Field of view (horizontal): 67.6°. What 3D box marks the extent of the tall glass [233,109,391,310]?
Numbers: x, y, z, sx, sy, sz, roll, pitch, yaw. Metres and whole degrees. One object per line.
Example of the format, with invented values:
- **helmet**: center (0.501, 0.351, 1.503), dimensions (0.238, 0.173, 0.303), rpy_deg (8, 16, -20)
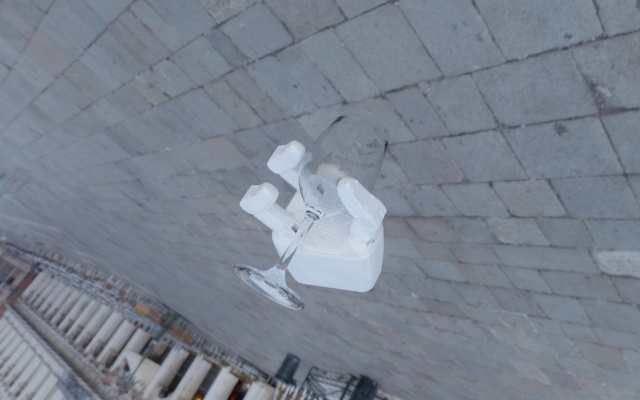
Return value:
- **tall glass**: center (0.000, 0.002, 0.470), dimensions (0.079, 0.201, 0.079), rpy_deg (26, -24, 13)
